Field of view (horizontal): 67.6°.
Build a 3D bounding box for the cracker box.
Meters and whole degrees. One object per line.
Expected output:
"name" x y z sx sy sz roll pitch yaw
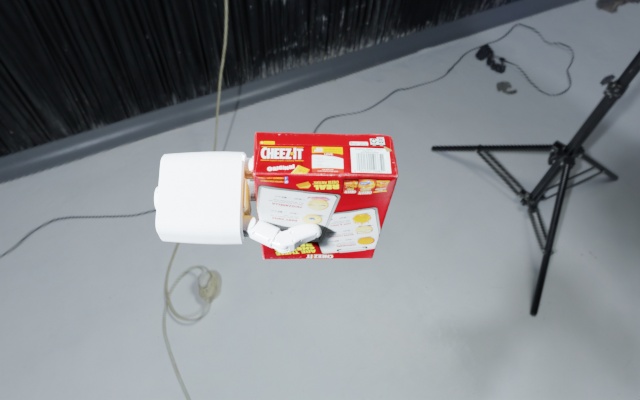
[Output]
"cracker box" 0.000 0.002 0.628 0.164 0.072 0.214 0 -32 -3
